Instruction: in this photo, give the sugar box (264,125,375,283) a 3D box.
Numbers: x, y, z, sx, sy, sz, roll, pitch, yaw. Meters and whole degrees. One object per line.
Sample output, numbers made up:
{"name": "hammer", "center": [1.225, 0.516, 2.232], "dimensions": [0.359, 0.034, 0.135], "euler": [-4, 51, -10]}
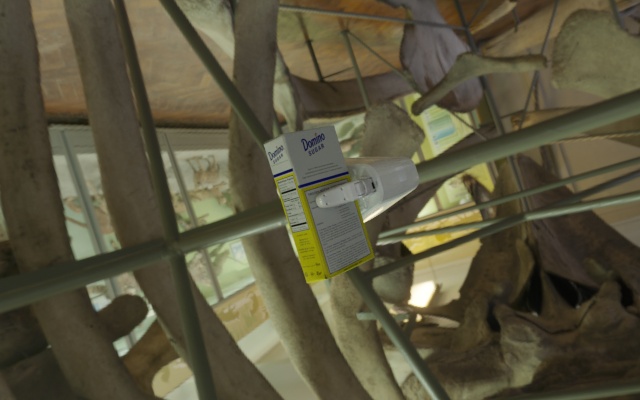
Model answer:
{"name": "sugar box", "center": [0.000, 0.002, 0.584], "dimensions": [0.048, 0.176, 0.093], "euler": [-19, -1, 45]}
